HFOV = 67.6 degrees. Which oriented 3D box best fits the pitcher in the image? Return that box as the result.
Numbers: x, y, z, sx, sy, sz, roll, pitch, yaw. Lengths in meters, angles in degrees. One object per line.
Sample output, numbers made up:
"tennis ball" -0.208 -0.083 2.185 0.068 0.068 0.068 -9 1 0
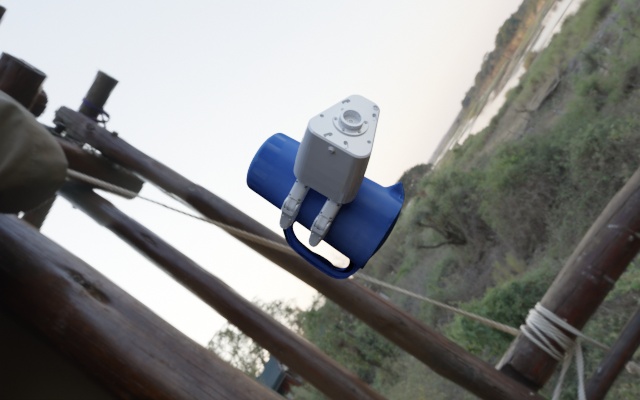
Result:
"pitcher" 0.000 0.002 0.771 0.243 0.149 0.145 31 -34 8
